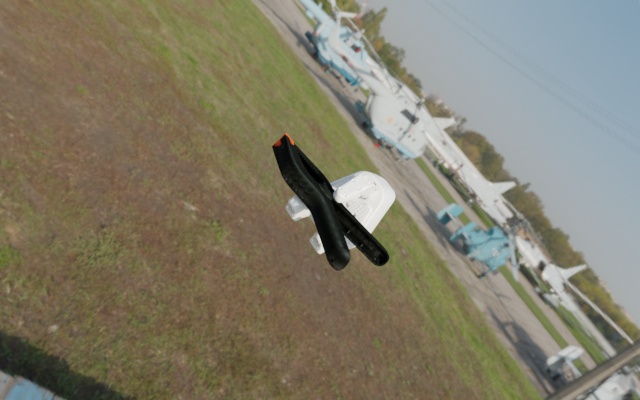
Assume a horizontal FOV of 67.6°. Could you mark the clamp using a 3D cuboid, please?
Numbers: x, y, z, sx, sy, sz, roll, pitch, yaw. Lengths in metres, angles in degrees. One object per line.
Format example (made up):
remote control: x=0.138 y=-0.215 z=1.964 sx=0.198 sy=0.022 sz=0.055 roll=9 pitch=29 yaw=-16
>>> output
clamp: x=0.000 y=0.001 z=0.587 sx=0.036 sy=0.210 sz=0.164 roll=-40 pitch=-13 yaw=14
